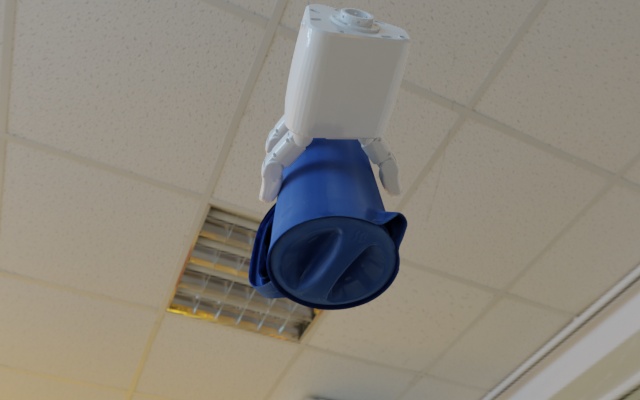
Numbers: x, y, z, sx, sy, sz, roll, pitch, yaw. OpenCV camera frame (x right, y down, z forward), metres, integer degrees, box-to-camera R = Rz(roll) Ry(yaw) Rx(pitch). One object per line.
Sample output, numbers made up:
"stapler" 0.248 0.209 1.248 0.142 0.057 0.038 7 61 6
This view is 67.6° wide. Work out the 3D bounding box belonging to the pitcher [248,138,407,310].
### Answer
"pitcher" 0.000 0.002 0.568 0.149 0.145 0.242 7 36 -7
